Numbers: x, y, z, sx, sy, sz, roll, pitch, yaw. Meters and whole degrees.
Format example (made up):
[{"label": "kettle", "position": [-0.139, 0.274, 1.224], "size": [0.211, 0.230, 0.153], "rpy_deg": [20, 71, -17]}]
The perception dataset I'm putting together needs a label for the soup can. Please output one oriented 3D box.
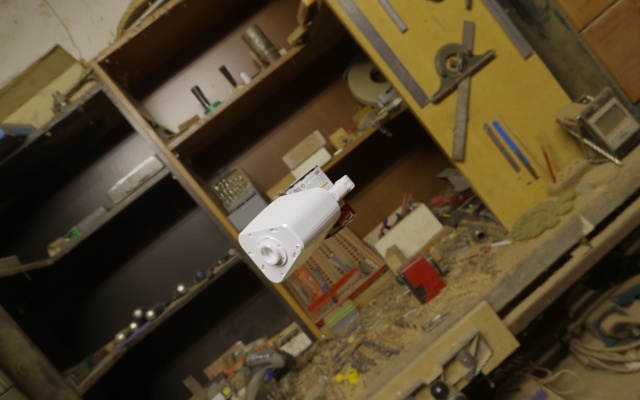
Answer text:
[{"label": "soup can", "position": [0.000, 0.002, 0.763], "size": [0.068, 0.102, 0.068], "rpy_deg": [-39, 5, 4]}]
